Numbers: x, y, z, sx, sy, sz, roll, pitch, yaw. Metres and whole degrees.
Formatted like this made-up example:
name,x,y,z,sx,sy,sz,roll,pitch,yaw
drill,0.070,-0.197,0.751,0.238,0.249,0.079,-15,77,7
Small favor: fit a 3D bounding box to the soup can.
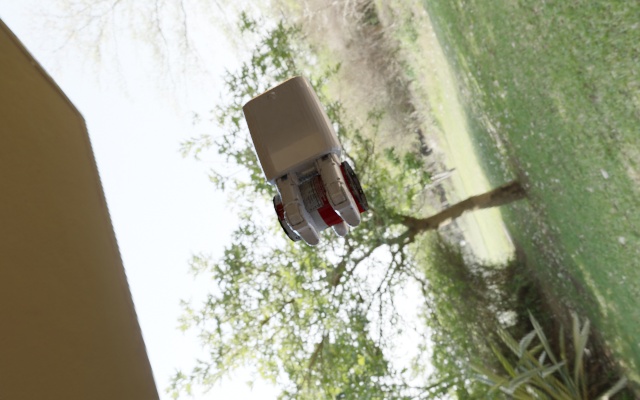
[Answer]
name,x,y,z,sx,sy,sz,roll,pitch,yaw
soup can,0.000,0.003,0.595,0.102,0.068,0.068,-25,-5,12
